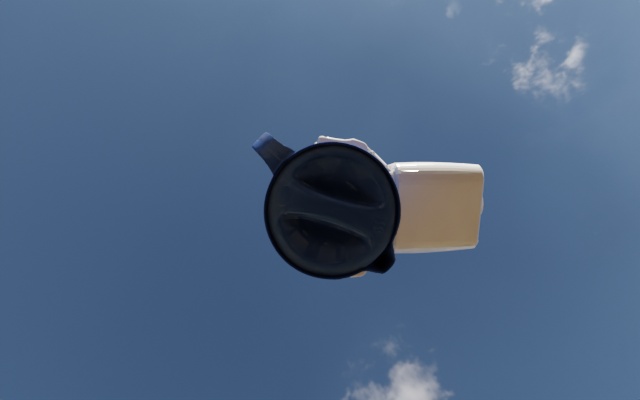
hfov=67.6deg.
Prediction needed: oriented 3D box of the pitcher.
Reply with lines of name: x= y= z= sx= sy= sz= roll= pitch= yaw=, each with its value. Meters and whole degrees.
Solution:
pitcher: x=0.000 y=0.002 z=0.572 sx=0.145 sy=0.149 sz=0.243 roll=-2 pitch=0 yaw=-3
